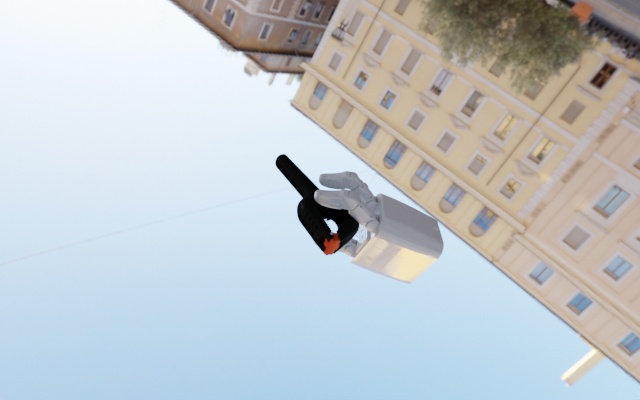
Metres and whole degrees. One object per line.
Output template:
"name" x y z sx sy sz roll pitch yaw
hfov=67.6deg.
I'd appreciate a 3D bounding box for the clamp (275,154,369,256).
"clamp" 0.000 0.003 0.713 0.164 0.036 0.209 21 29 -9
